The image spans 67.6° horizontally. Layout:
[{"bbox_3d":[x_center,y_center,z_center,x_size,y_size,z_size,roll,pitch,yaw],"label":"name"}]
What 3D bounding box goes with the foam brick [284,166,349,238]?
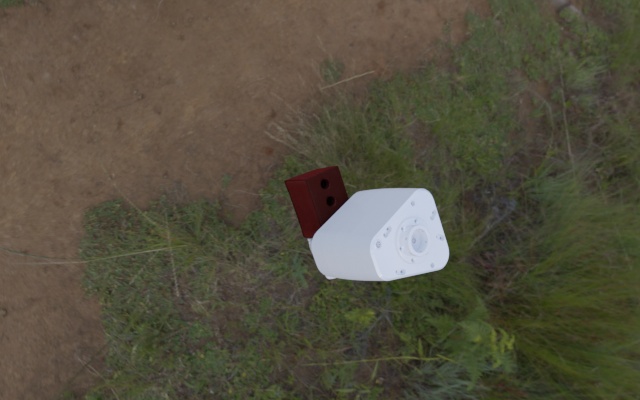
[{"bbox_3d":[0.000,0.002,0.589,0.053,0.078,0.051,-25,11,-30],"label":"foam brick"}]
